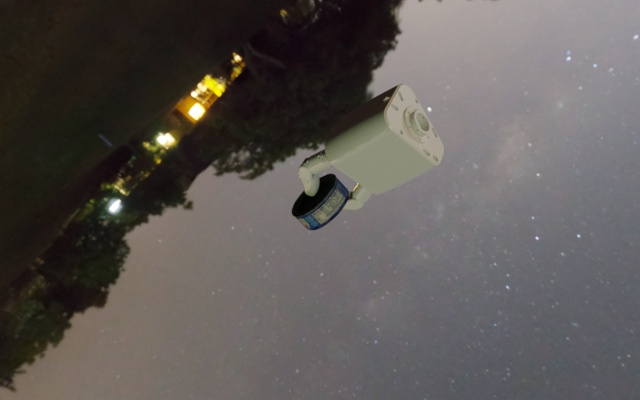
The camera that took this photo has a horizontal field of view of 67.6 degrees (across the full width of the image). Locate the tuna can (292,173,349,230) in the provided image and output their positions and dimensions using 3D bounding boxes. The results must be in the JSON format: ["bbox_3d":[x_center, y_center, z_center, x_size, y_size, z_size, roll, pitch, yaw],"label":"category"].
[{"bbox_3d":[0.000,0.003,0.703,0.034,0.086,0.086,46,-21,-21],"label":"tuna can"}]
